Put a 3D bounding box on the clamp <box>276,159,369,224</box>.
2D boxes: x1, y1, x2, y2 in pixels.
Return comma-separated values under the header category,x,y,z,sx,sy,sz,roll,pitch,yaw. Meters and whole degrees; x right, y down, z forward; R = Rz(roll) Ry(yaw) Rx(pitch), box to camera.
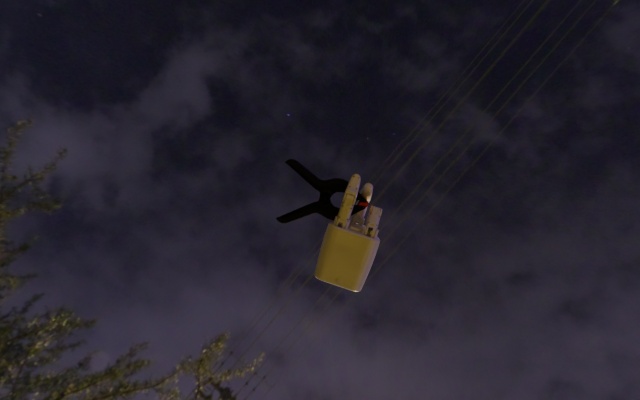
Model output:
category,x,y,z,sx,sy,sz,roll,pitch,yaw
clamp,0.000,0.003,0.891,0.171,0.120,0.039,18,9,3
